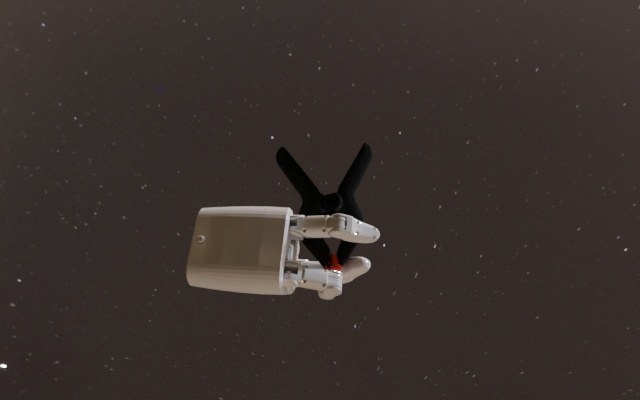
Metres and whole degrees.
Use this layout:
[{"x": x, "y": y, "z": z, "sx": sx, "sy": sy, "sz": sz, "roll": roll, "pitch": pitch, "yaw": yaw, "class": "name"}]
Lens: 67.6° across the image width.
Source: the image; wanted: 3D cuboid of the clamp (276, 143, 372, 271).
[{"x": 0.000, "y": 0.002, "z": 0.574, "sx": 0.120, "sy": 0.171, "sz": 0.039, "roll": 2, "pitch": -27, "yaw": 6, "class": "clamp"}]
